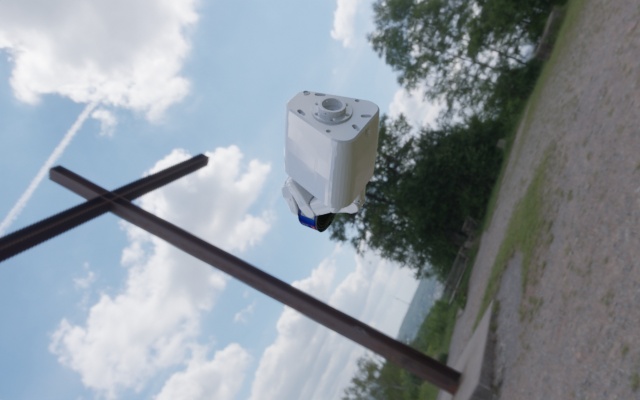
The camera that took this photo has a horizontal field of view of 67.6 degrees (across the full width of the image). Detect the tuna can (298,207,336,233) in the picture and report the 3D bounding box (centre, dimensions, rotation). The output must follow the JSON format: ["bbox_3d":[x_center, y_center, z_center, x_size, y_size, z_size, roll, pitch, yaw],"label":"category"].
[{"bbox_3d":[0.000,0.002,0.717,0.033,0.086,0.086,20,7,19],"label":"tuna can"}]
